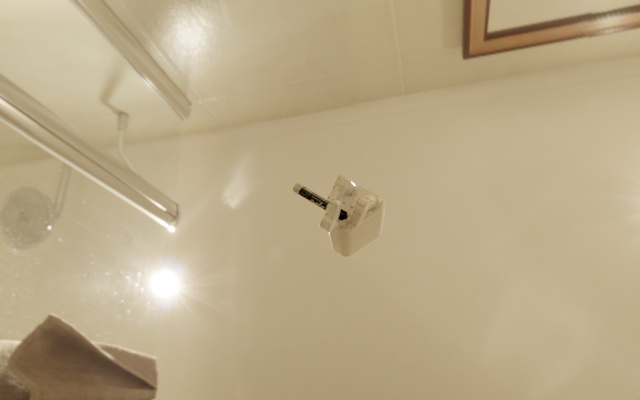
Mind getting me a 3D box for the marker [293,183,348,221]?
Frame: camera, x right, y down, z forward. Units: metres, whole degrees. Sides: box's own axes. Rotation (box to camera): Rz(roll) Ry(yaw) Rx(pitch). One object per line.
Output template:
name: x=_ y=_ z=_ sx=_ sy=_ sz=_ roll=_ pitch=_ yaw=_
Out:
marker: x=0.000 y=0.003 z=0.887 sx=0.121 sy=0.020 sz=0.020 roll=31 pitch=14 yaw=24
